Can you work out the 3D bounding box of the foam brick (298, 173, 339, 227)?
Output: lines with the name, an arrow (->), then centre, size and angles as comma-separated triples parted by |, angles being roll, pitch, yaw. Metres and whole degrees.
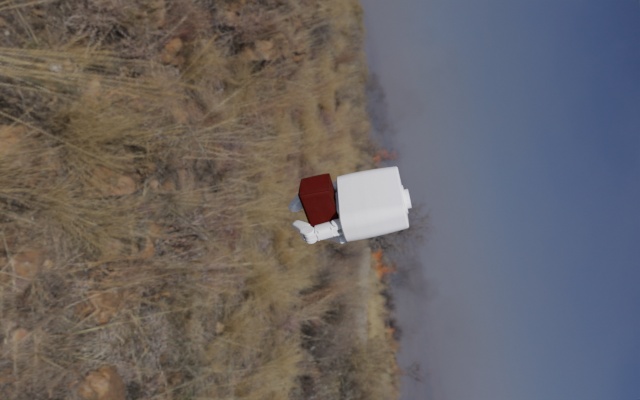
foam brick -> 0.000, 0.002, 0.796 | 0.051, 0.078, 0.053 | -11, 35, 12
